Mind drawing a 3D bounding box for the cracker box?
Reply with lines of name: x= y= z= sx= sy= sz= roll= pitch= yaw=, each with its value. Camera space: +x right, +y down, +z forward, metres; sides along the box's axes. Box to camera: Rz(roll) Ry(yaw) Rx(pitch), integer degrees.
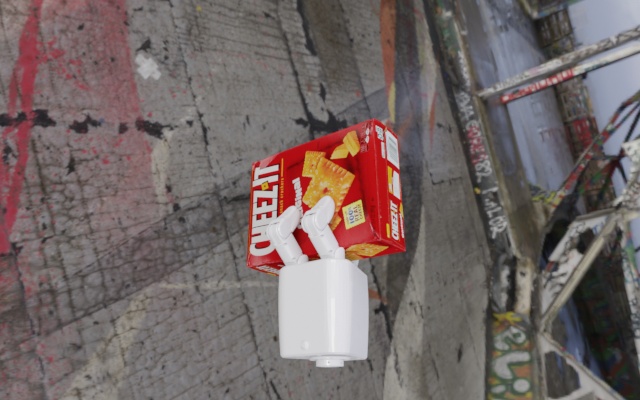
cracker box: x=0.000 y=0.002 z=0.640 sx=0.214 sy=0.164 sz=0.072 roll=-15 pitch=-27 yaw=33
